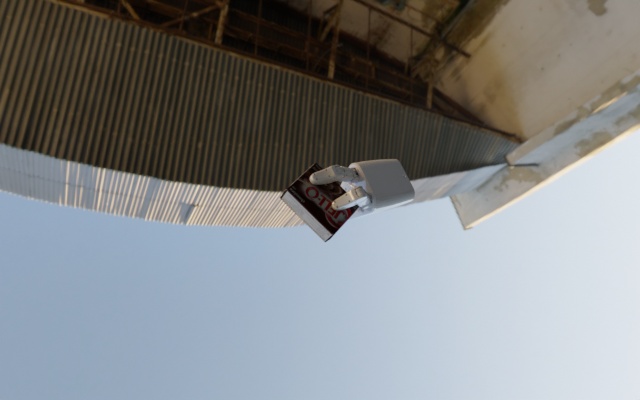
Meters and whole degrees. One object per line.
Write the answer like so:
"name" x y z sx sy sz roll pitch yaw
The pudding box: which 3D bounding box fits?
"pudding box" 0.000 0.003 0.826 0.090 0.113 0.039 -45 -3 -40
